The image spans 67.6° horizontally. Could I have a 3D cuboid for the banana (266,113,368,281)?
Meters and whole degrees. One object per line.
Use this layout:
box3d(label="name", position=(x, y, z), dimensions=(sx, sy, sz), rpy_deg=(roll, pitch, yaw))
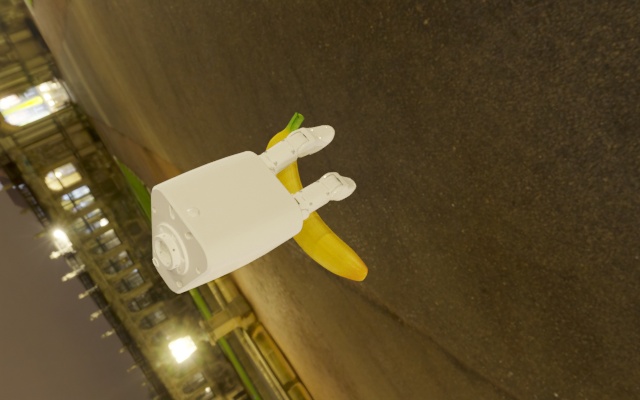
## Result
box3d(label="banana", position=(-0.016, 0.006, 0.528), dimensions=(0.069, 0.198, 0.037), rpy_deg=(-26, -5, 28))
